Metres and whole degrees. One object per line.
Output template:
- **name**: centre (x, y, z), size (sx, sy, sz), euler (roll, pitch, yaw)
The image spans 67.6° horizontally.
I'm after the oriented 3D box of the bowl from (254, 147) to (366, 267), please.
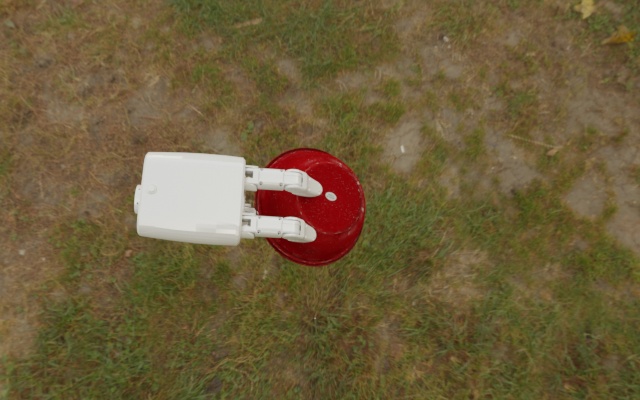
- **bowl**: centre (0.001, 0.002, 0.614), size (0.162, 0.162, 0.055), euler (0, -12, -27)
